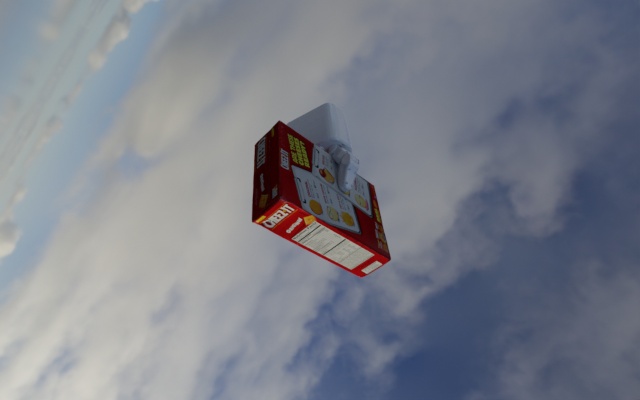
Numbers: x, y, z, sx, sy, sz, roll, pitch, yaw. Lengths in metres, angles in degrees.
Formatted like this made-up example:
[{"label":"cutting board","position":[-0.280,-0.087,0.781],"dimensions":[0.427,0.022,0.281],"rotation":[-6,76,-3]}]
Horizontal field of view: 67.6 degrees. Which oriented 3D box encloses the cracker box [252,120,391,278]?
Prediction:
[{"label":"cracker box","position":[0.000,0.002,0.718],"dimensions":[0.214,0.164,0.072],"rotation":[31,-55,-31]}]
